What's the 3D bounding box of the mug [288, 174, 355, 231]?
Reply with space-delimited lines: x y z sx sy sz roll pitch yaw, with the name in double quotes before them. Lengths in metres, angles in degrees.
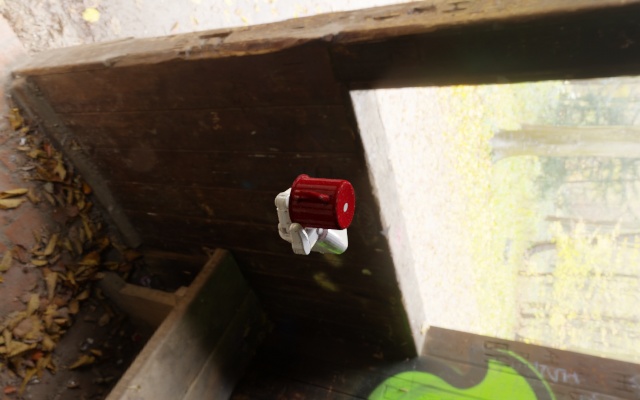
"mug" 0.000 0.002 0.767 0.081 0.093 0.117 5 -13 26
